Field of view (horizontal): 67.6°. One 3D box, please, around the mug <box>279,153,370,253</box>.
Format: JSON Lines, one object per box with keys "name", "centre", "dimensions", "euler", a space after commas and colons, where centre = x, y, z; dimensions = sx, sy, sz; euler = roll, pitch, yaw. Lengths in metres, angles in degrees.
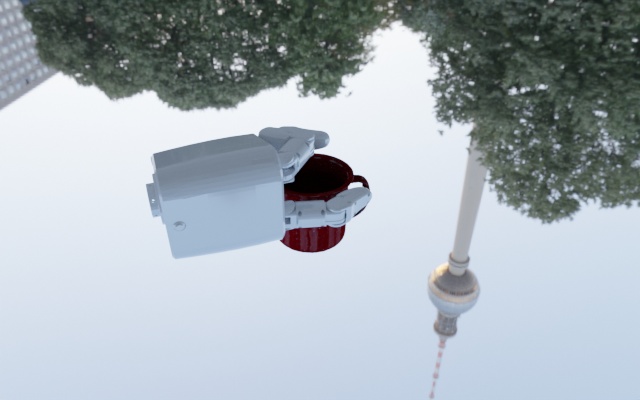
{"name": "mug", "centre": [0.001, 0.002, 0.536], "dimensions": [0.117, 0.082, 0.093], "euler": [-10, 35, -17]}
